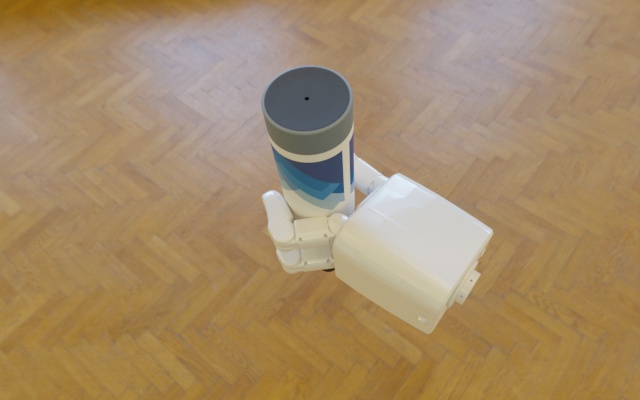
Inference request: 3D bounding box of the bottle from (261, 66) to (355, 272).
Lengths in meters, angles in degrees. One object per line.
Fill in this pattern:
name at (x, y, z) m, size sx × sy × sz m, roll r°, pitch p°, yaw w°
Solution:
bottle at (0.000, 0.001, 0.468) m, size 0.069 × 0.069 × 0.296 m, roll 0°, pitch -31°, yaw 4°
